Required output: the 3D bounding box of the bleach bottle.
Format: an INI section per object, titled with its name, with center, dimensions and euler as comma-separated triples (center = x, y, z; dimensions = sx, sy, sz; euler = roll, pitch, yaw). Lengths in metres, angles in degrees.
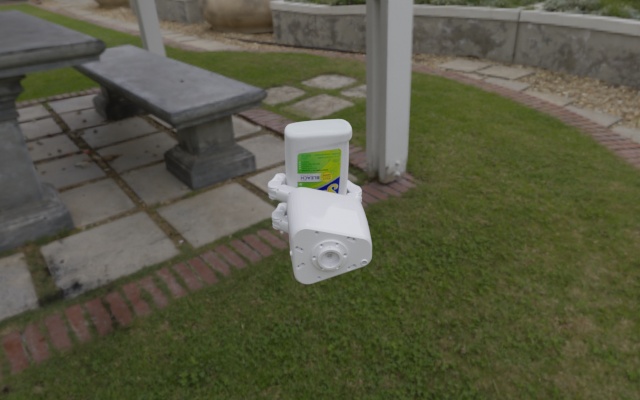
[bleach bottle]
center = 0.000, 0.002, 0.757
dimensions = 0.102, 0.251, 0.068
euler = -5, 29, -4
